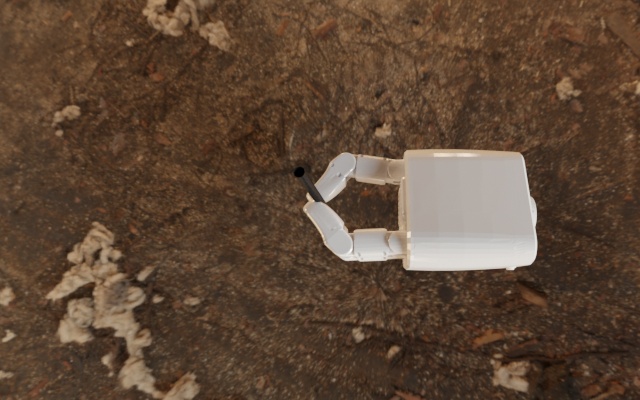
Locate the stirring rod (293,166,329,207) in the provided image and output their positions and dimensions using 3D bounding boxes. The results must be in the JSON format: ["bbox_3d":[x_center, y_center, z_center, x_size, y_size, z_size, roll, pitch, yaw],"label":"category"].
[{"bbox_3d":[0.000,0.001,0.447,0.011,0.011,0.239,0,-10,7],"label":"stirring rod"}]
